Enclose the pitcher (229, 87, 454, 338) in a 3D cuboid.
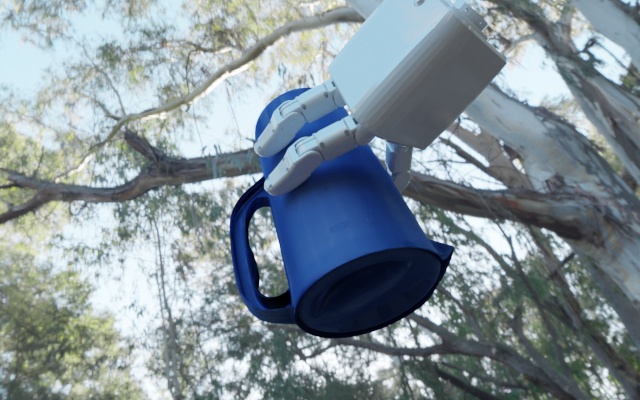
[{"bbox_3d":[0.000,0.001,0.466,0.149,0.242,0.145,18,-54,-38],"label":"pitcher"}]
